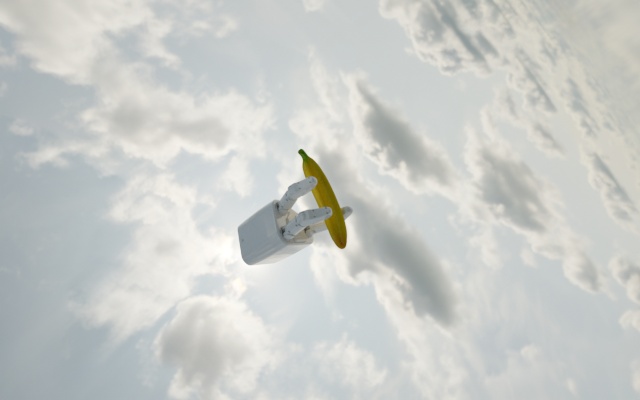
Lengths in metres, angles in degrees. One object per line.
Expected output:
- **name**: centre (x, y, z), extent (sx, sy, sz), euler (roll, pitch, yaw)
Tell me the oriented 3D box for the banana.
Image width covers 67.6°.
- **banana**: centre (0.006, -0.001, 0.887), extent (0.037, 0.197, 0.069), euler (-29, -10, 21)
